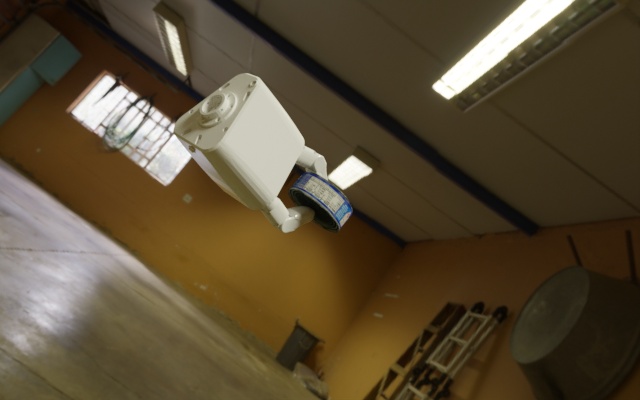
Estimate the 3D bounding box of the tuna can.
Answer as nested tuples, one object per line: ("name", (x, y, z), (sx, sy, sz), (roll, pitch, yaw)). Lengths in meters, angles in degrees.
("tuna can", (0.000, 0.002, 0.630), (0.086, 0.033, 0.086), (36, -17, 13))
